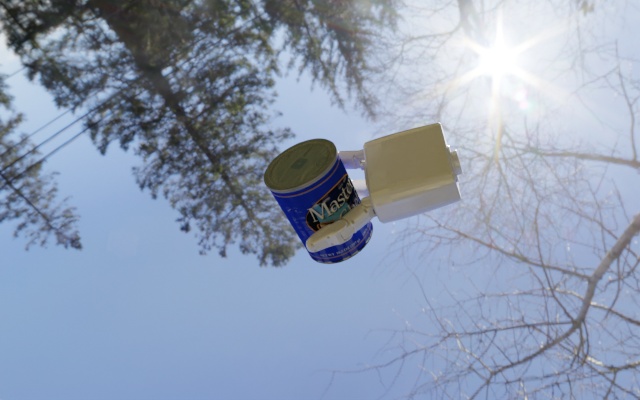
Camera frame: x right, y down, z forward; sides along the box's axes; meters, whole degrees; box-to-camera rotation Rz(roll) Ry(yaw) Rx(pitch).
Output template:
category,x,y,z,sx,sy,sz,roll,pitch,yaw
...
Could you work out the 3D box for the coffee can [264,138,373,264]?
category,x,y,z,sx,sy,sz,roll,pitch,yaw
coffee can,0.000,0.002,0.649,0.103,0.140,0.102,-19,35,14
